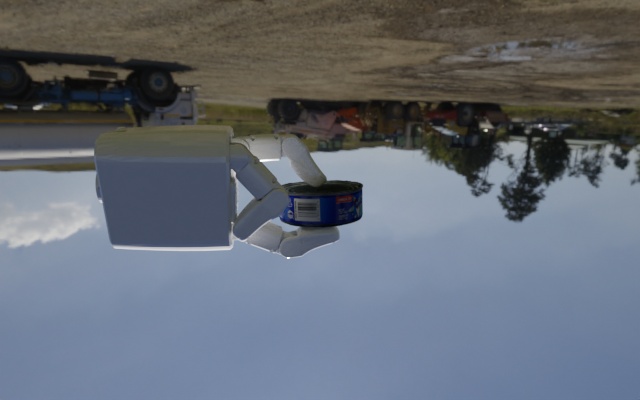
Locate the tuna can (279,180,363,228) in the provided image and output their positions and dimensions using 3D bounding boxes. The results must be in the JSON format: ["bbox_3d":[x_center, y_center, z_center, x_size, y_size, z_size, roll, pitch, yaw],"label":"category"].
[{"bbox_3d":[0.000,0.002,0.478,0.086,0.034,0.086,-2,10,0],"label":"tuna can"}]
